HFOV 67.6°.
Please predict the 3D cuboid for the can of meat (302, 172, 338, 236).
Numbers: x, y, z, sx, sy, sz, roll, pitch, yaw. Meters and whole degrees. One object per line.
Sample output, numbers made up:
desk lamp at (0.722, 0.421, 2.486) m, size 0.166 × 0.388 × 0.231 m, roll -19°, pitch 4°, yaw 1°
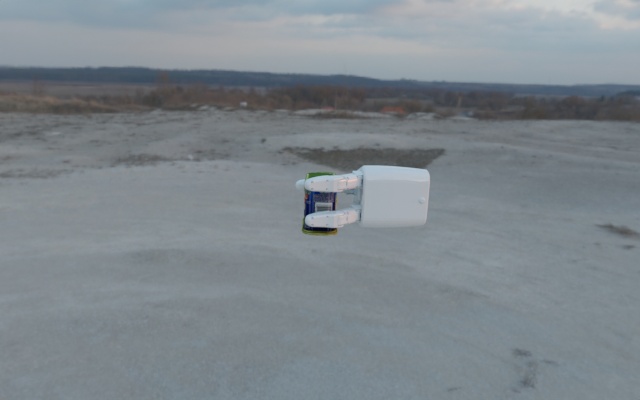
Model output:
can of meat at (0.000, 0.002, 0.774) m, size 0.057 × 0.084 × 0.102 m, roll 2°, pitch 14°, yaw -1°
